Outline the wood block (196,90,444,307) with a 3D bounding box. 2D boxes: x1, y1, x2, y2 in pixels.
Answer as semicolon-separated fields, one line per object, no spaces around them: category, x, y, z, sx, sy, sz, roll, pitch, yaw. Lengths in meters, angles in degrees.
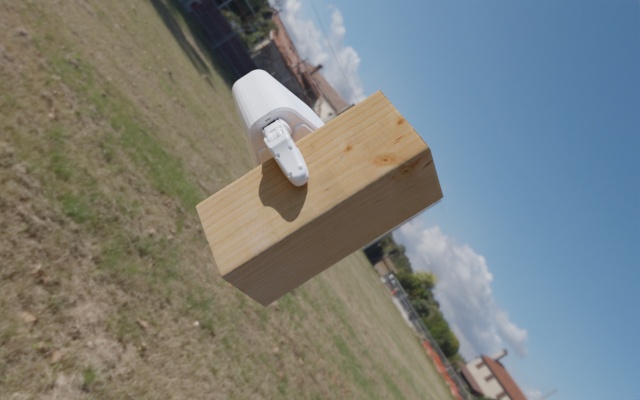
wood block;0.000;0.001;0.457;0.206;0.090;0.091;-32;-36;3
